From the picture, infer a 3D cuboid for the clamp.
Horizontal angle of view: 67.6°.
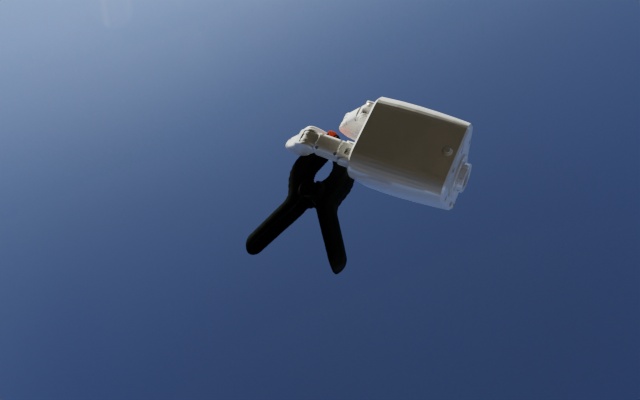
[{"bbox_3d":[0.000,0.002,0.540,0.120,0.171,0.039,20,-16,23],"label":"clamp"}]
